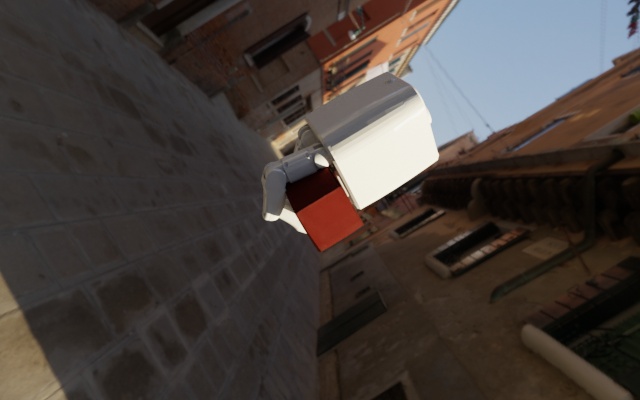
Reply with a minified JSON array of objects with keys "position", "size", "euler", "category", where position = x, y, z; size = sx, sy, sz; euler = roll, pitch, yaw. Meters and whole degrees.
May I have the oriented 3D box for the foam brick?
[{"position":[0.000,0.002,0.474],"size":[0.051,0.053,0.078],"euler":[-30,31,1],"category":"foam brick"}]
